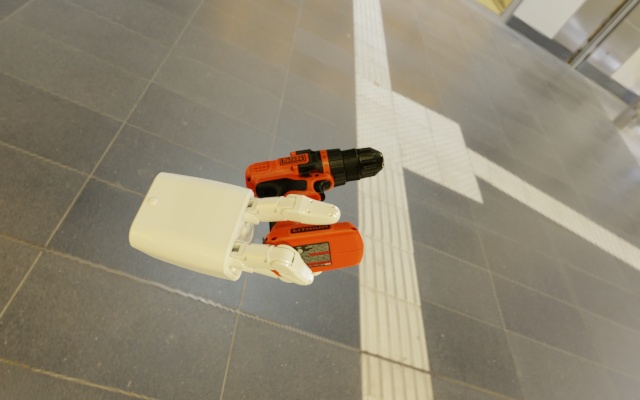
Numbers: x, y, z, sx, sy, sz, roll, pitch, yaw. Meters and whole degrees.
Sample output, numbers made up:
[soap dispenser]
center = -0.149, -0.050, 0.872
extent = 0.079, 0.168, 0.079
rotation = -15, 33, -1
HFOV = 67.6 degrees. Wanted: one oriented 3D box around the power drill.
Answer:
[power drill]
center = 0.000, 0.002, 0.577
extent = 0.184, 0.057, 0.187
rotation = -11, 36, 1
